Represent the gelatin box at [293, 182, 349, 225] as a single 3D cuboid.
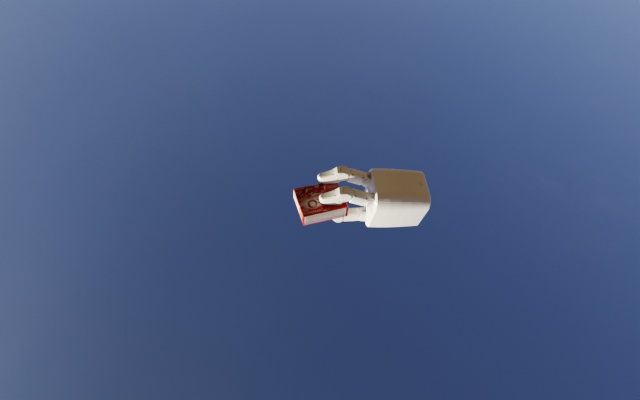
[{"bbox_3d":[0.000,0.003,0.900,0.089,0.073,0.030,-12,-40,-11],"label":"gelatin box"}]
